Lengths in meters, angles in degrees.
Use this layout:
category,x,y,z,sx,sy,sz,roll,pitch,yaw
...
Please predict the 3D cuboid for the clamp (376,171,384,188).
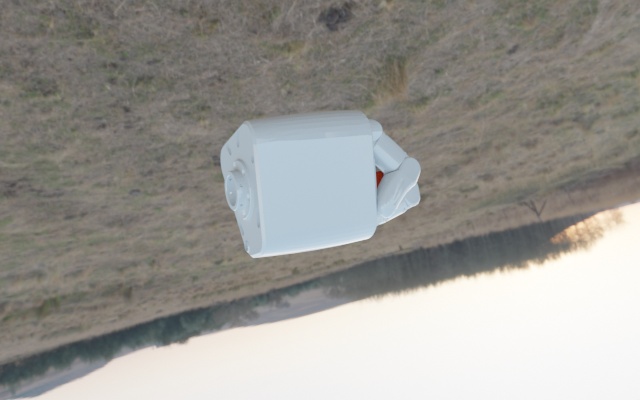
category,x,y,z,sx,sy,sz,roll,pitch,yaw
clamp,0.000,0.002,0.521,0.120,0.039,0.171,-8,-10,-28
